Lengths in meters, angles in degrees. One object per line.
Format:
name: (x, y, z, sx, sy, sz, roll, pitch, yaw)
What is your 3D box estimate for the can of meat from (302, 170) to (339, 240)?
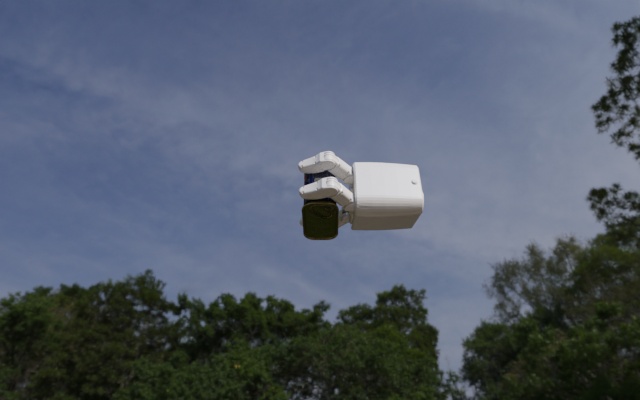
can of meat: (0.000, 0.002, 0.782, 0.057, 0.084, 0.102, 0, -37, 1)
